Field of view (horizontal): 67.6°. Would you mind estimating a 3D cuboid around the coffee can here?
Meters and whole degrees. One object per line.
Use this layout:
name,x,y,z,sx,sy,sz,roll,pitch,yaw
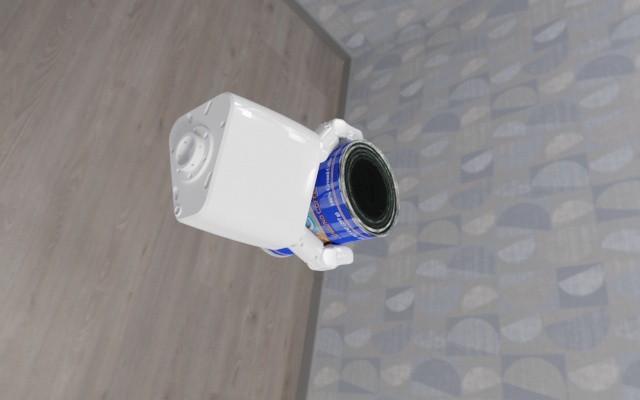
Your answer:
coffee can,0.000,0.002,0.526,0.140,0.103,0.103,-16,-10,38
